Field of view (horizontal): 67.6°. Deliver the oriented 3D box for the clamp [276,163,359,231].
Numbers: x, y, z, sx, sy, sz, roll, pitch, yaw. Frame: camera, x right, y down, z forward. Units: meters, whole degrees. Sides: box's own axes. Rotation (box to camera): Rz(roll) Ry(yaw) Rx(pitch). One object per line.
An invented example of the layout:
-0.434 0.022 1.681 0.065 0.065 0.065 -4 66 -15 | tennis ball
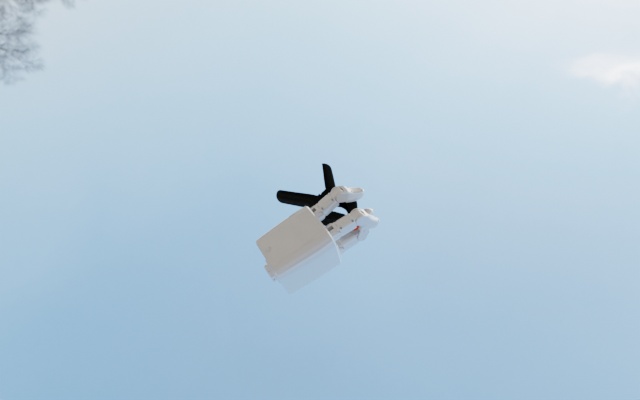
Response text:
0.000 0.003 0.846 0.120 0.039 0.171 -31 43 -10 | clamp
